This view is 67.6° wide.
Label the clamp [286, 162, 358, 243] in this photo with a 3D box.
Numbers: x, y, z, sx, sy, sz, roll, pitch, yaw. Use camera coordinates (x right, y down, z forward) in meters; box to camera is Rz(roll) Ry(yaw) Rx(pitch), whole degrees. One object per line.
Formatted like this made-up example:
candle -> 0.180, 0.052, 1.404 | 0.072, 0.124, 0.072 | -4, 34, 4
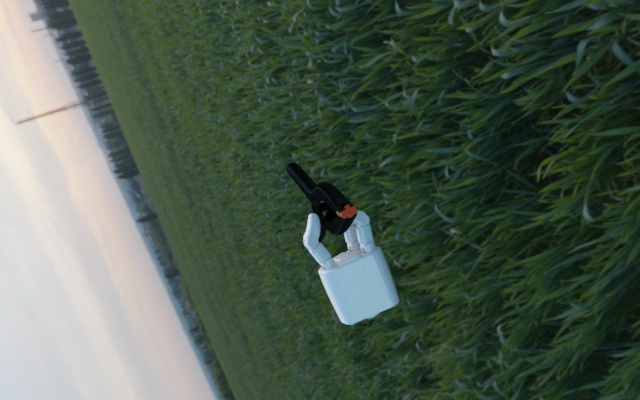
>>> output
clamp -> 0.000, 0.003, 0.838 | 0.036, 0.164, 0.210 | -24, 6, -20
